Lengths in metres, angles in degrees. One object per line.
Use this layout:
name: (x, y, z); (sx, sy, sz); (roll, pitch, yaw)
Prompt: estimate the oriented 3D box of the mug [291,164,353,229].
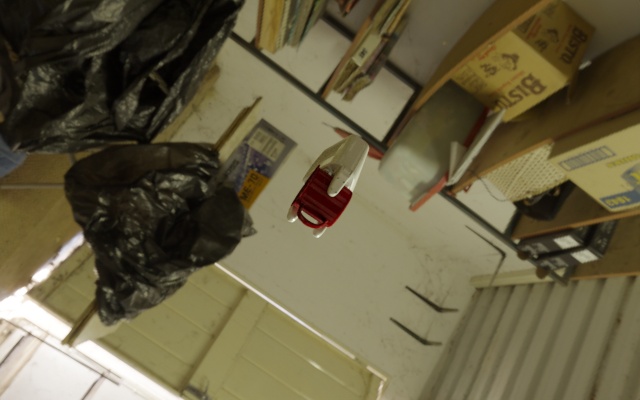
mug: (0.000, 0.004, 0.861); (0.081, 0.117, 0.093); (35, -42, -5)
